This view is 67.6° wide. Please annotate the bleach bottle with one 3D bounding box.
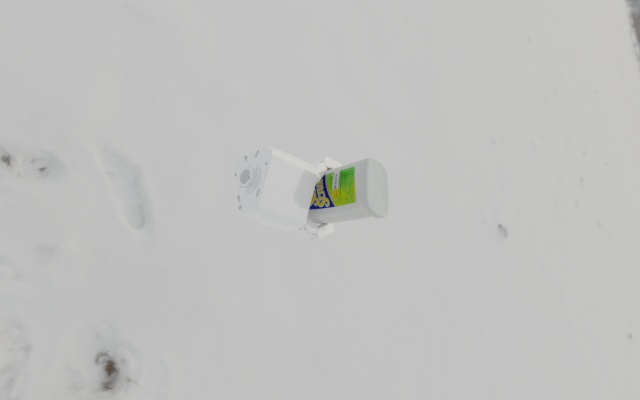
[{"bbox_3d":[0.000,0.003,0.852,0.251,0.102,0.068,-16,-27,38],"label":"bleach bottle"}]
